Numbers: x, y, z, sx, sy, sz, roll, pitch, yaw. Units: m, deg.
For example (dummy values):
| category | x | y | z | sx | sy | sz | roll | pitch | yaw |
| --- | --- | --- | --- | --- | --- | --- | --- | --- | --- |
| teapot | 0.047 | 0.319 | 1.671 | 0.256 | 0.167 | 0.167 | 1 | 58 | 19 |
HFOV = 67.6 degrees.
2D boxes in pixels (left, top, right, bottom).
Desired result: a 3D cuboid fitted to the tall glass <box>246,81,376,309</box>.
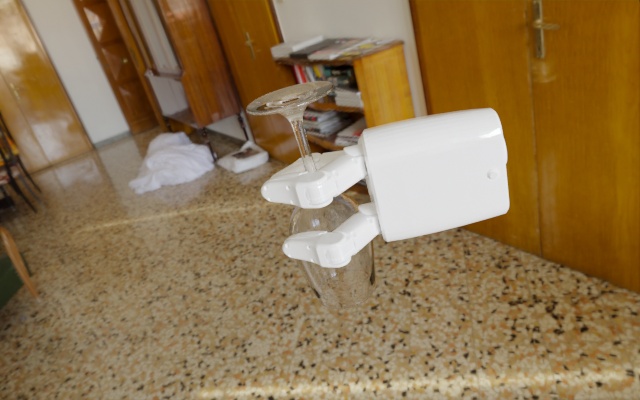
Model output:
| category | x | y | z | sx | sy | sz | roll | pitch | yaw |
| --- | --- | --- | --- | --- | --- | --- | --- | --- | --- |
| tall glass | 0.000 | 0.001 | 0.432 | 0.079 | 0.201 | 0.079 | -13 | 25 | 6 |
